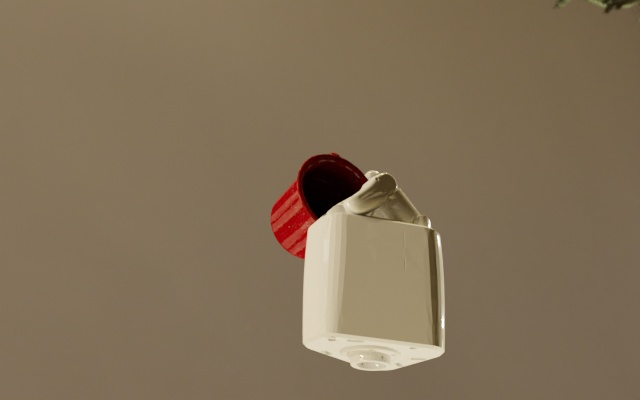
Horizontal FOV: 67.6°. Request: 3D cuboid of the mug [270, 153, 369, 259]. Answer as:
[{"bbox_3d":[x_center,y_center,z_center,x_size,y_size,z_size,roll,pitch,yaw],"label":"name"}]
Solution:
[{"bbox_3d":[0.000,0.001,0.508,0.093,0.117,0.081,21,-37,-22],"label":"mug"}]
